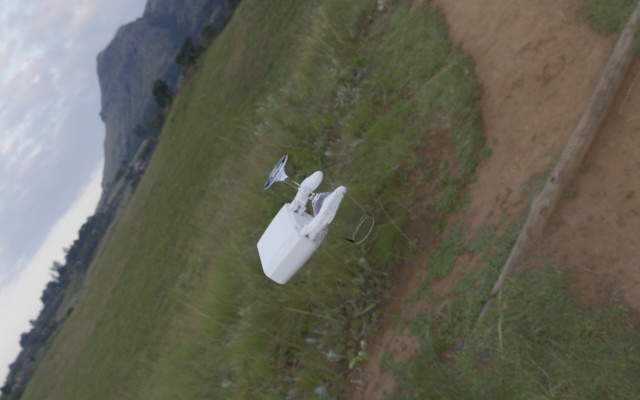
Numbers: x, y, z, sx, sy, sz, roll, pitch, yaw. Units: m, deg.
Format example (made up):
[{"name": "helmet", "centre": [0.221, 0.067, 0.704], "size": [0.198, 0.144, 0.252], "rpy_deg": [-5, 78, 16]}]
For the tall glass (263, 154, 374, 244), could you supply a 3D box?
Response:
[{"name": "tall glass", "centre": [0.000, 0.002, 0.863], "size": [0.201, 0.079, 0.079], "rpy_deg": [33, -10, -16]}]
